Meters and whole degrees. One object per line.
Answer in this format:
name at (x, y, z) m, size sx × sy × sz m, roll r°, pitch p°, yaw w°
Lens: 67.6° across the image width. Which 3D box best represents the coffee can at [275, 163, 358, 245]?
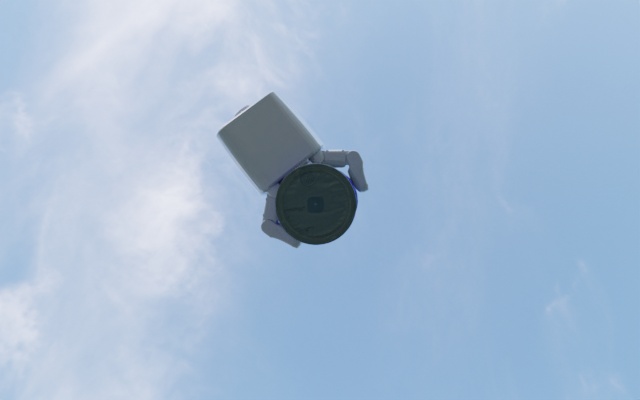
coffee can at (0.000, 0.002, 0.664) m, size 0.103 × 0.103 × 0.140 m, roll 0°, pitch 2°, yaw 5°
